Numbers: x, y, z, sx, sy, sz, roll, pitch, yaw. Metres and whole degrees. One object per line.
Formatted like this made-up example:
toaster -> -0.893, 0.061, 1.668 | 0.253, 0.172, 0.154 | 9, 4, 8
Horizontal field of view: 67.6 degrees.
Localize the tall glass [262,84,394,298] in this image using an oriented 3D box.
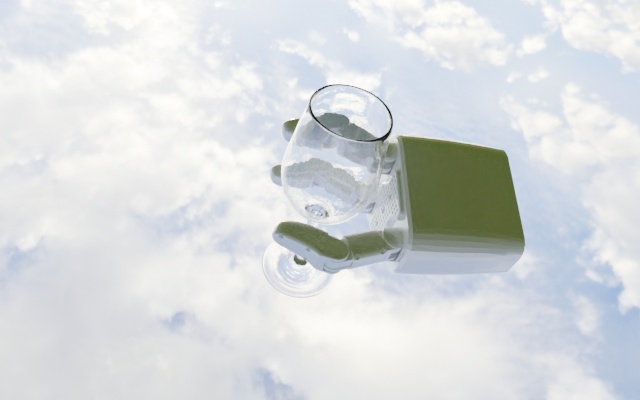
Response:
tall glass -> 0.000, 0.002, 0.405 | 0.079, 0.079, 0.201 | 0, -40, -16
